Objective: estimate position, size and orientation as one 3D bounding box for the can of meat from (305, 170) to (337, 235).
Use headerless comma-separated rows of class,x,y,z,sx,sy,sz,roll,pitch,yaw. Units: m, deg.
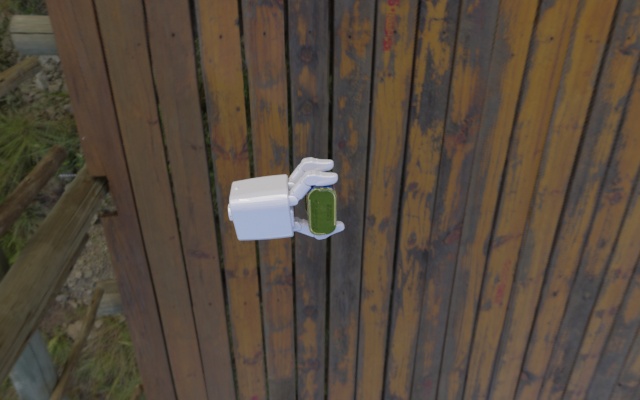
can of meat,0.000,0.003,0.892,0.057,0.102,0.084,-3,28,-3
